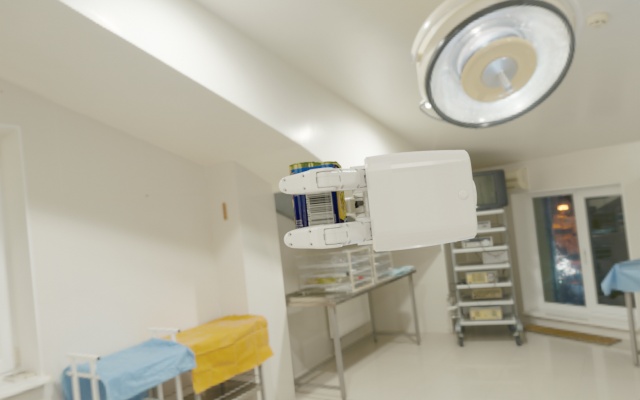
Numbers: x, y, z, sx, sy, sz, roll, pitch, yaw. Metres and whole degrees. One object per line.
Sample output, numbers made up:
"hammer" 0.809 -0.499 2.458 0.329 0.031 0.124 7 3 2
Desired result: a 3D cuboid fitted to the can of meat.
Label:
"can of meat" 0.000 0.001 0.536 0.057 0.084 0.102 -6 -1 7
